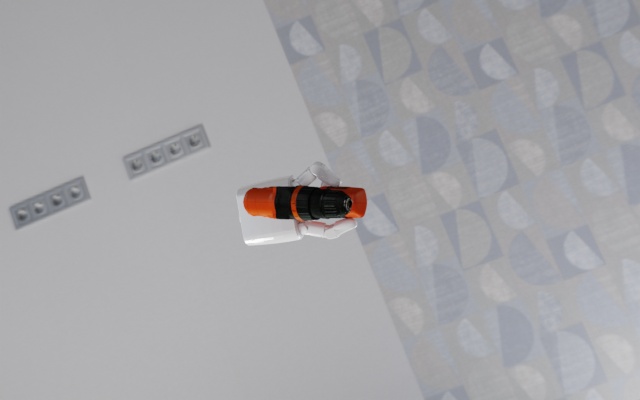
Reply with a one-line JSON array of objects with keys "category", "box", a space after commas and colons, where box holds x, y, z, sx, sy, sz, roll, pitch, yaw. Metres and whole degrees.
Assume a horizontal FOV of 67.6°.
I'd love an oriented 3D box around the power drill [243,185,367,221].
[{"category": "power drill", "box": [0.000, 0.003, 0.762, 0.184, 0.057, 0.187, 3, 1, 33]}]
